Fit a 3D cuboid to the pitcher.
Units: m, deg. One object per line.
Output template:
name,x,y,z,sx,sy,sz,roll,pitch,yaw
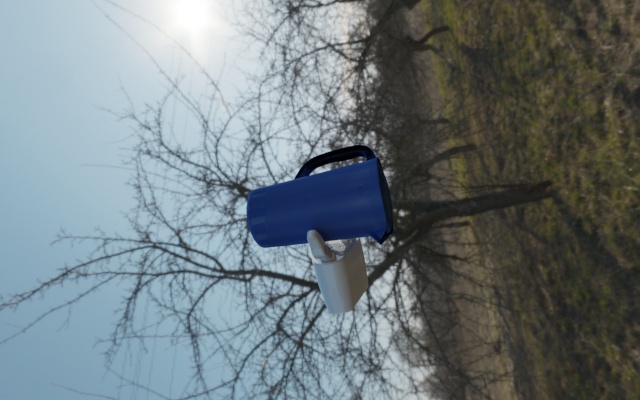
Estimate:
pitcher,0.000,0.003,0.835,0.243,0.145,0.149,-10,20,13
